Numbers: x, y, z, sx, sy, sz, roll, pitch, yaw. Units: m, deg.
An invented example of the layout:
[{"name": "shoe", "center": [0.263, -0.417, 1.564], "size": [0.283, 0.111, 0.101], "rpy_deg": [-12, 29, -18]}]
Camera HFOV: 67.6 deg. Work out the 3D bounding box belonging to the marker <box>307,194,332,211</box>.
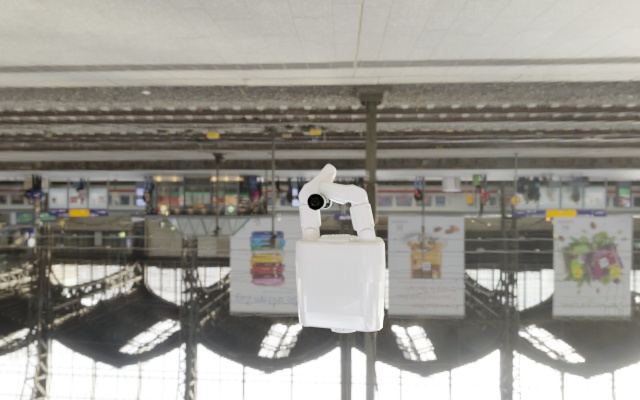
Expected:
[{"name": "marker", "center": [0.000, 0.002, 0.581], "size": [0.020, 0.020, 0.121], "rpy_deg": [0, 0, 6]}]
